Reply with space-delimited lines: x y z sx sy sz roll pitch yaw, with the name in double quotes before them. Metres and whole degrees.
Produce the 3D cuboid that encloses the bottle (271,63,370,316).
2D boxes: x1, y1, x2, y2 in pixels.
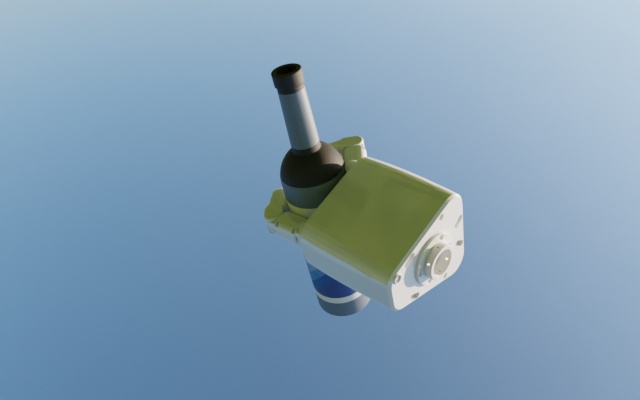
"bottle" 0.000 0.002 0.498 0.069 0.296 0.069 -9 37 7
